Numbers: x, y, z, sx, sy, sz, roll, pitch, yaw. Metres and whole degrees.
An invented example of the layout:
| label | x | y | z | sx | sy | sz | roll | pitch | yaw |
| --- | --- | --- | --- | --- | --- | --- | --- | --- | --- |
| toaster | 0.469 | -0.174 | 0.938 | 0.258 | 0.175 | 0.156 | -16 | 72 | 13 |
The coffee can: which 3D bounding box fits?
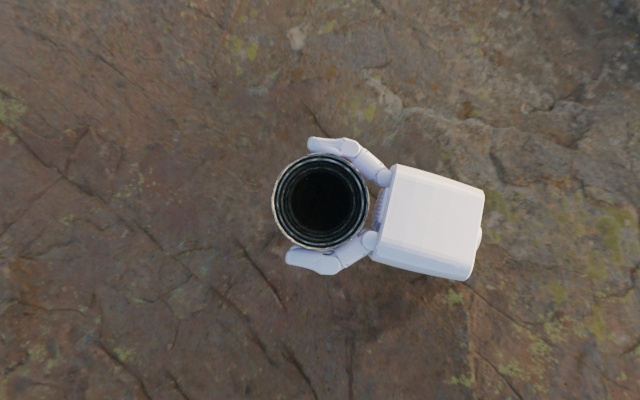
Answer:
| label | x | y | z | sx | sy | sz | roll | pitch | yaw |
| --- | --- | --- | --- | --- | --- | --- | --- | --- | --- |
| coffee can | 0.000 | 0.002 | 0.562 | 0.103 | 0.103 | 0.140 | 0 | 0 | 0 |
